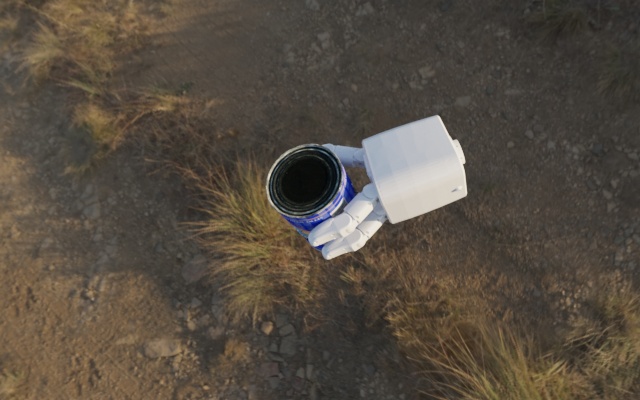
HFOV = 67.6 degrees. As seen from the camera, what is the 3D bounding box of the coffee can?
[{"bbox_3d":[0.000,0.002,0.650,0.103,0.102,0.140,0,-24,20],"label":"coffee can"}]
